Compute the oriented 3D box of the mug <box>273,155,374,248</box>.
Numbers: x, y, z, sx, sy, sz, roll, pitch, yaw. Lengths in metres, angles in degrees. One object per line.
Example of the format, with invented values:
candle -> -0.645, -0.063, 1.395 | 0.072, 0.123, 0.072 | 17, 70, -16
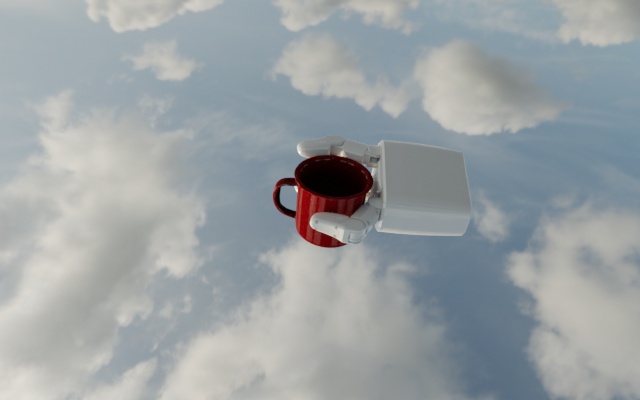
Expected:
mug -> -0.001, 0.002, 0.581 | 0.117, 0.082, 0.093 | 5, 37, -2
